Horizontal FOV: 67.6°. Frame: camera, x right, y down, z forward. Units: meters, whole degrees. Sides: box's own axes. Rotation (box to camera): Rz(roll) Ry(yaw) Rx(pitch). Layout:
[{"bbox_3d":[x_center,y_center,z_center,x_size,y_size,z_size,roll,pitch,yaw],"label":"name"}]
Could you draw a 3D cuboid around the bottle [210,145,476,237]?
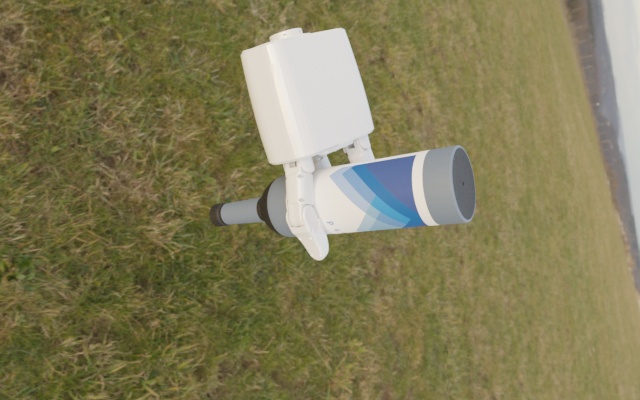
[{"bbox_3d":[0.000,0.002,0.486,0.296,0.069,0.069,-7,-4,33],"label":"bottle"}]
